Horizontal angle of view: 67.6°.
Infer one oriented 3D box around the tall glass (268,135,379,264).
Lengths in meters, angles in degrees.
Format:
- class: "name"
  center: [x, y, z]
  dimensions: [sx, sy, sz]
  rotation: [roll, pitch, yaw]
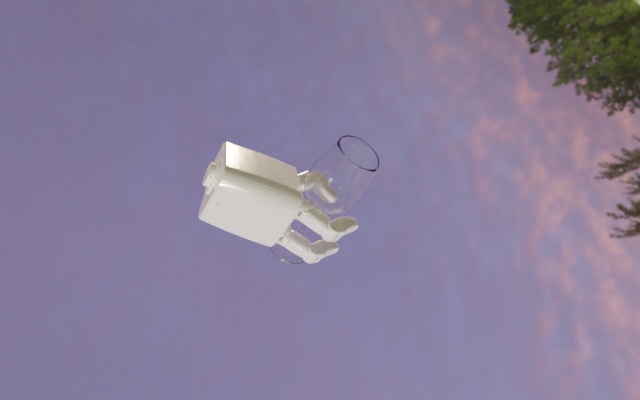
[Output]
- class: "tall glass"
  center: [0.000, 0.003, 0.660]
  dimensions: [0.079, 0.079, 0.201]
  rotation: [0, -39, -40]
